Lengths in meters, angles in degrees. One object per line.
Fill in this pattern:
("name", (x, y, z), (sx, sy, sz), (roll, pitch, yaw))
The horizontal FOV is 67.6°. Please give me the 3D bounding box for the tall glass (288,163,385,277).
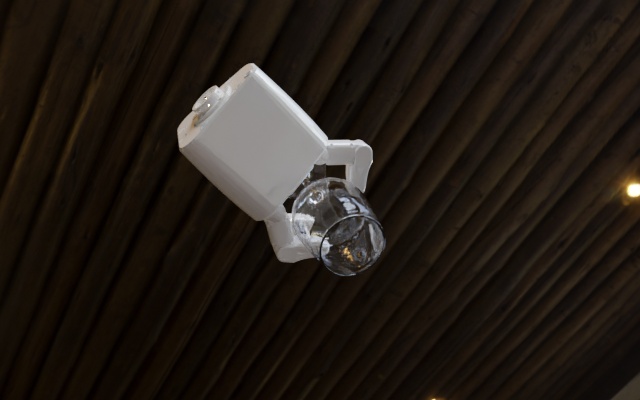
("tall glass", (0.000, 0.001, 0.506), (0.079, 0.079, 0.201), (0, 23, -19))
